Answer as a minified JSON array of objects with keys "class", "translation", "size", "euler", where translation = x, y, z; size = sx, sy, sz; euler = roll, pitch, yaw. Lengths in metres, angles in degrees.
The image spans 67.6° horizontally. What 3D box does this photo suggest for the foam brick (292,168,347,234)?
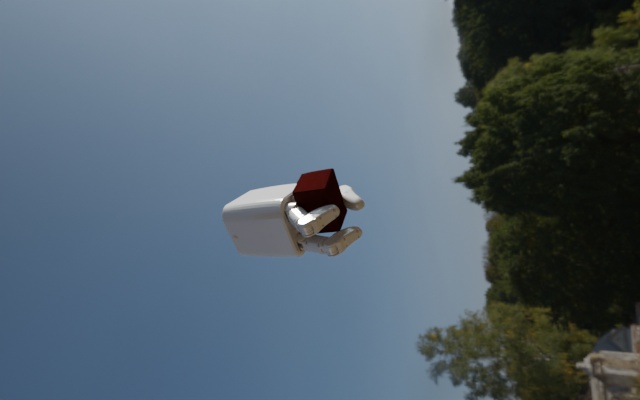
[{"class":"foam brick","translation":[0.000,0.002,0.687],"size":[0.051,0.078,0.053],"euler":[-6,33,22]}]
